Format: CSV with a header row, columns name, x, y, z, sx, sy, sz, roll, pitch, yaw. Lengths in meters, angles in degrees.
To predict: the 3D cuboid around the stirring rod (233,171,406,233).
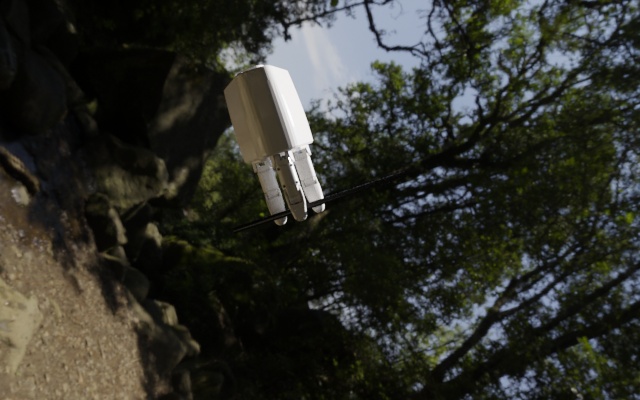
name,x,y,z,sx,sy,sz,roll,pitch,yaw
stirring rod,0.000,0.002,0.635,0.239,0.011,0.011,-18,1,-3
